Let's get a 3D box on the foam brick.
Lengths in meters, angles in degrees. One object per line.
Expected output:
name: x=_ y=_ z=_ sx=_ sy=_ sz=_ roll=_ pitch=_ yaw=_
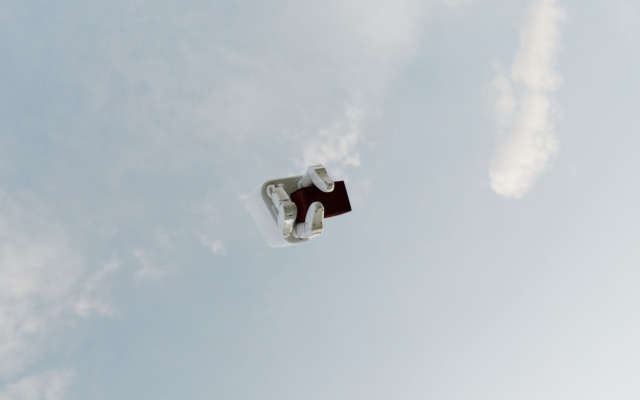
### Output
foam brick: x=0.000 y=0.003 z=0.761 sx=0.078 sy=0.053 sz=0.051 roll=-10 pitch=-6 yaw=-26
